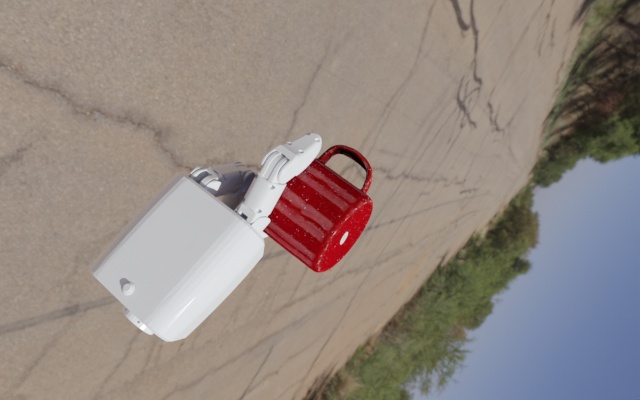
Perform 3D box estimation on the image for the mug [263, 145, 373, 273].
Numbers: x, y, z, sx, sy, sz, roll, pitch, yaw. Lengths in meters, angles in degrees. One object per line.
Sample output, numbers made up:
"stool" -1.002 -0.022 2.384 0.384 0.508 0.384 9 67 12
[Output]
"mug" 0.001 0.000 0.430 0.081 0.117 0.093 36 -14 19
